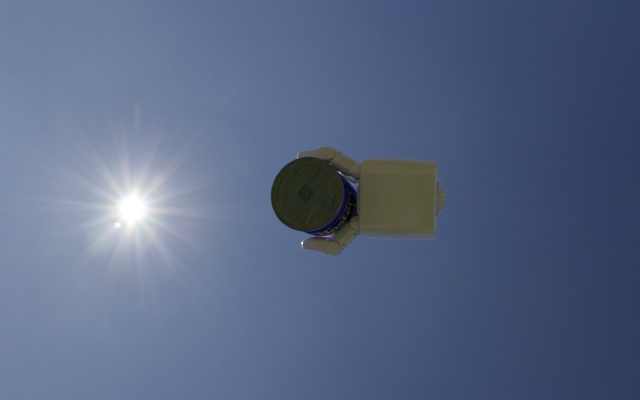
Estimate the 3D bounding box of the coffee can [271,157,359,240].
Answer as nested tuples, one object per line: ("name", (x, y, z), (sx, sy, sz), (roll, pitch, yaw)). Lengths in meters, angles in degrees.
("coffee can", (0.000, 0.002, 0.707), (0.103, 0.103, 0.140), (0, -10, 17))
